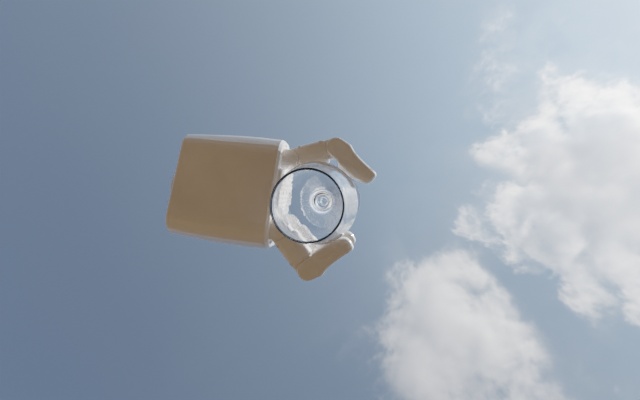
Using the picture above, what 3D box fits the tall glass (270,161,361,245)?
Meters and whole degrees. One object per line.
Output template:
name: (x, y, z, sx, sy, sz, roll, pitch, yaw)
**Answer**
tall glass: (0.000, 0.002, 0.483, 0.079, 0.079, 0.201, 0, 2, 6)
